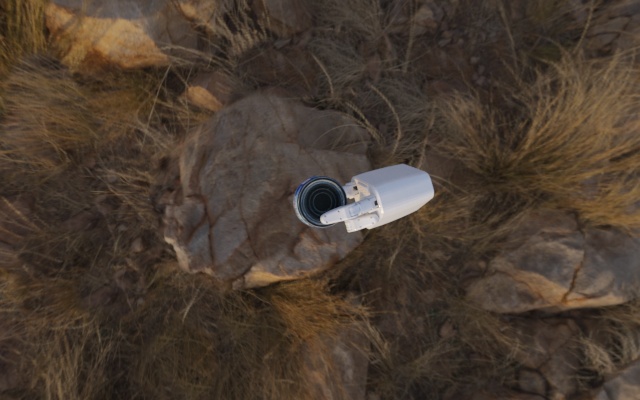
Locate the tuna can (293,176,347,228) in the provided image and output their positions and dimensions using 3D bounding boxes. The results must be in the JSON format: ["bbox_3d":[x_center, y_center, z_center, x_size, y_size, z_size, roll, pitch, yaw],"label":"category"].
[{"bbox_3d":[0.000,0.003,0.785,0.086,0.086,0.034,0,2,-14],"label":"tuna can"}]
